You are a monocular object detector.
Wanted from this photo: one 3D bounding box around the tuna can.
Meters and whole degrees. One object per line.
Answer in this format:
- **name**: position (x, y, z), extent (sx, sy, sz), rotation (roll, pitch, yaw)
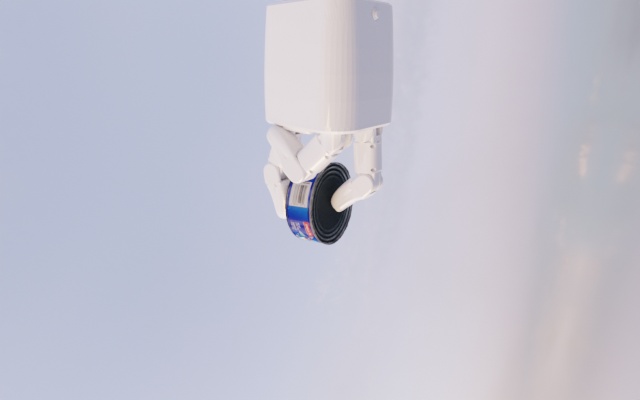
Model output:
- **tuna can**: position (0.000, 0.002, 0.499), extent (0.034, 0.086, 0.086), rotation (7, 4, 31)
